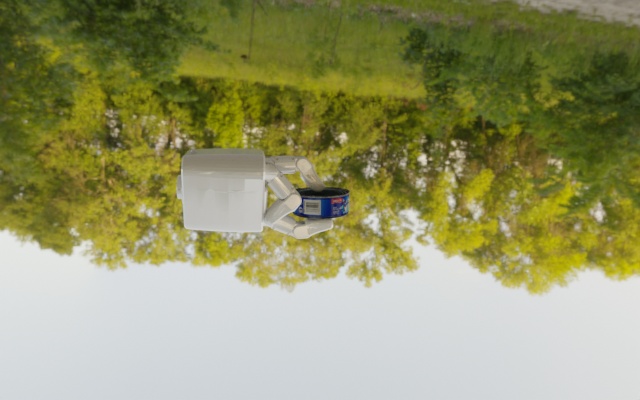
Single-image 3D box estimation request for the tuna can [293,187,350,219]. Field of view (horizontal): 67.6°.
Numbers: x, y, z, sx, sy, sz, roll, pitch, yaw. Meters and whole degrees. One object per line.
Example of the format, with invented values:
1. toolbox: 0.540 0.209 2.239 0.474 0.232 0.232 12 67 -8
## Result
1. tuna can: 0.000 0.003 0.704 0.086 0.034 0.086 0 11 0
